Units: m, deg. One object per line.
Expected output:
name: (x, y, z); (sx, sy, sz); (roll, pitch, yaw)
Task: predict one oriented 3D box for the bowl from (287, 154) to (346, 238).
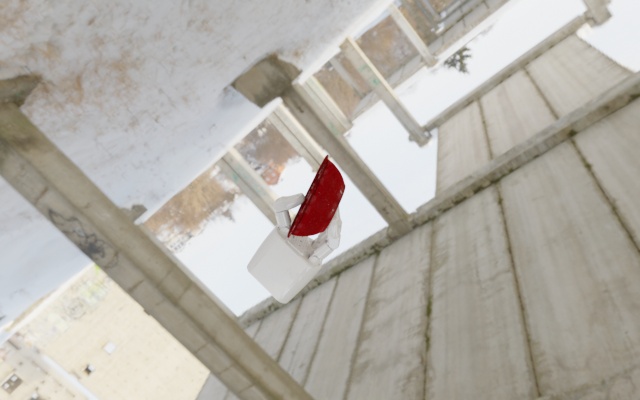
bowl: (0.001, 0.002, 0.836); (0.055, 0.162, 0.162); (25, -2, -4)
